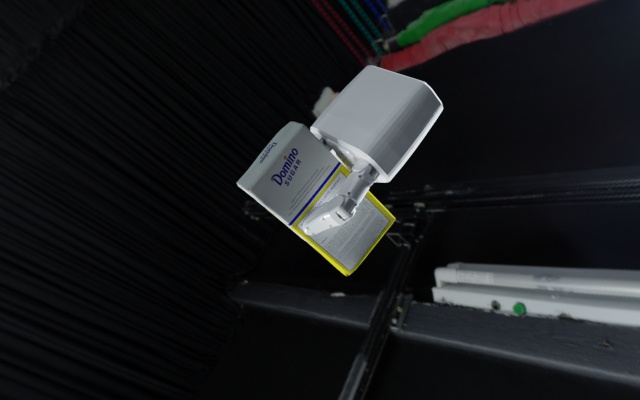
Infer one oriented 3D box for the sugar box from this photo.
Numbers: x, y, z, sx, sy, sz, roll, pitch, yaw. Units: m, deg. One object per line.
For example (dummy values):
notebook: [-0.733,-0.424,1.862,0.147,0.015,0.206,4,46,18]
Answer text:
sugar box: [0.000,0.002,0.545,0.176,0.093,0.048,43,-8,-30]
